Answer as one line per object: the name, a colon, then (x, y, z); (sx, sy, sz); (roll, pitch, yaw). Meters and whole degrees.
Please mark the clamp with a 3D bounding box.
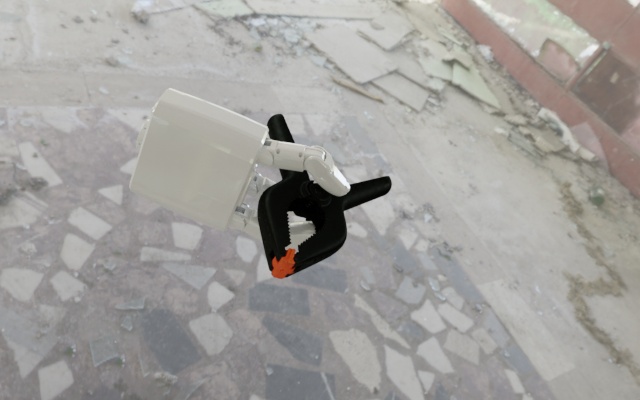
clamp: (0.000, 0.001, 0.501); (0.164, 0.209, 0.036); (24, -49, -11)
